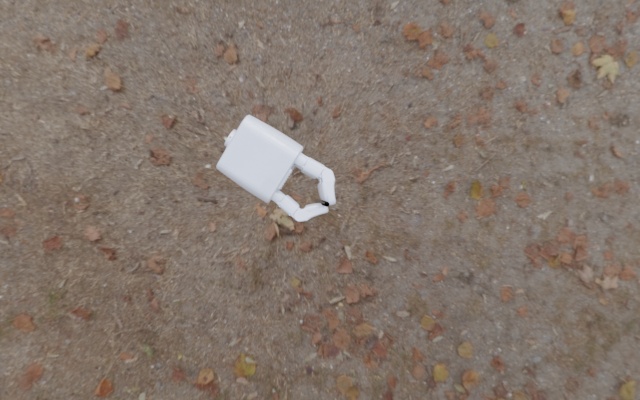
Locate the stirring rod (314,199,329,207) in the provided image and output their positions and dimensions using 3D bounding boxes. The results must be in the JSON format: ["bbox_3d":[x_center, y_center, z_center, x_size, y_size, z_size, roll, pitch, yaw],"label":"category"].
[{"bbox_3d":[0.000,0.003,0.865,0.011,0.011,0.239,0,1,-5],"label":"stirring rod"}]
